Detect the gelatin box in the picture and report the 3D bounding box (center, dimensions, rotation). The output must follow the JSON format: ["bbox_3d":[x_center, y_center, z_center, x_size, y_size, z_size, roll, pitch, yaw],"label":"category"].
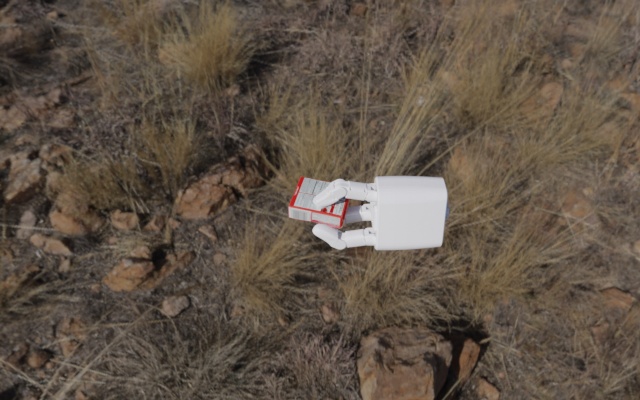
[{"bbox_3d":[0.000,0.002,0.768,0.089,0.030,0.073,11,46,7],"label":"gelatin box"}]
